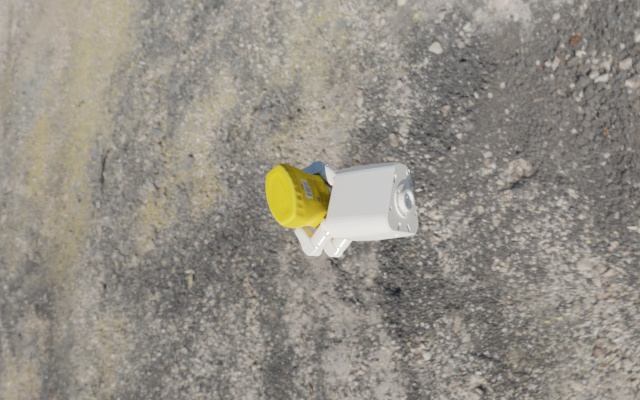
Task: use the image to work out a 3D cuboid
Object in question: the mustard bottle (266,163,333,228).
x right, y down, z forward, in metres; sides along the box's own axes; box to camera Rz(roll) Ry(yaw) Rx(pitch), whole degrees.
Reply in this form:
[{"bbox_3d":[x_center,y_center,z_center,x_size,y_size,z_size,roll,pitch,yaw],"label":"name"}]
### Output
[{"bbox_3d":[0.000,0.003,0.772,0.058,0.096,0.191,-35,-28,30],"label":"mustard bottle"}]
